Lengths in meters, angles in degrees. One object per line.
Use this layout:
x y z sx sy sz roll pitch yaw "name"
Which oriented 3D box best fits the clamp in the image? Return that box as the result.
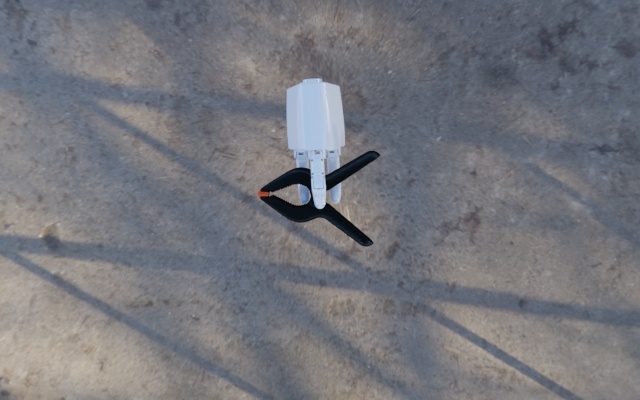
0.000 0.003 0.816 0.210 0.164 0.036 -3 8 1 "clamp"
